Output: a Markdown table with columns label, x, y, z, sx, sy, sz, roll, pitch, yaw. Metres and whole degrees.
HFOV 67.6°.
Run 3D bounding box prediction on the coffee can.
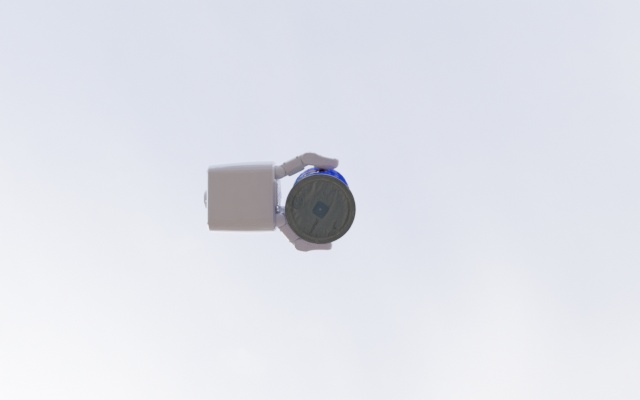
| label | x | y | z | sx | sy | sz | roll | pitch | yaw |
| --- | --- | --- | --- | --- | --- | --- | --- | --- | --- |
| coffee can | 0.000 | 0.002 | 0.751 | 0.103 | 0.103 | 0.140 | 0 | 9 | 0 |
